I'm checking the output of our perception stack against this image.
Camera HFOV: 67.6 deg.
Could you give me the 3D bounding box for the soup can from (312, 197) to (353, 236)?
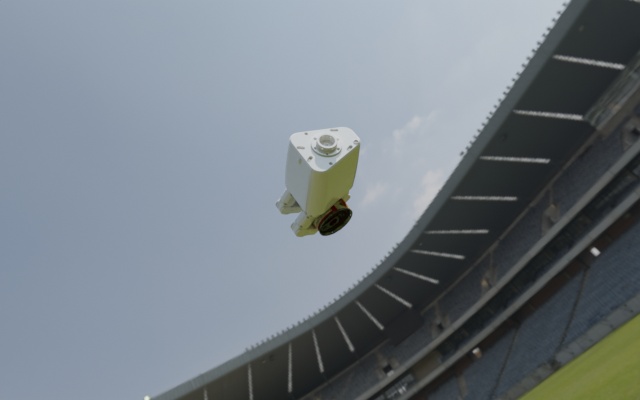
[{"bbox_3d":[0.000,0.003,0.842,0.068,0.102,0.069,-28,-30,-17],"label":"soup can"}]
